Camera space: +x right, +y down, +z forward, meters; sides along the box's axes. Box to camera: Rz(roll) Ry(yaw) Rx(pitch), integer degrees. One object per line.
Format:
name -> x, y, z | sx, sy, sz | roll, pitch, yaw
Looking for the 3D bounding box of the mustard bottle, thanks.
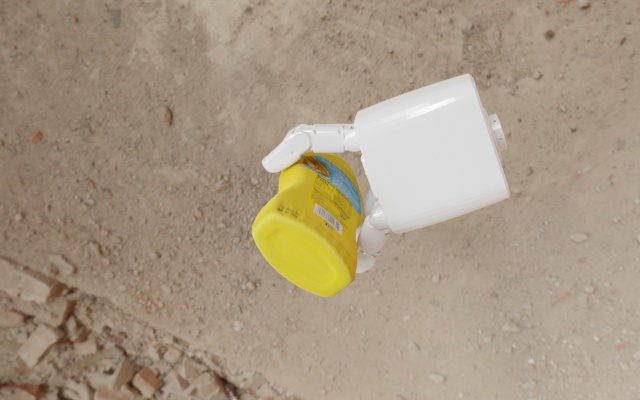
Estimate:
mustard bottle -> 0.000, 0.002, 0.473 | 0.058, 0.096, 0.191 | -43, 14, 28
